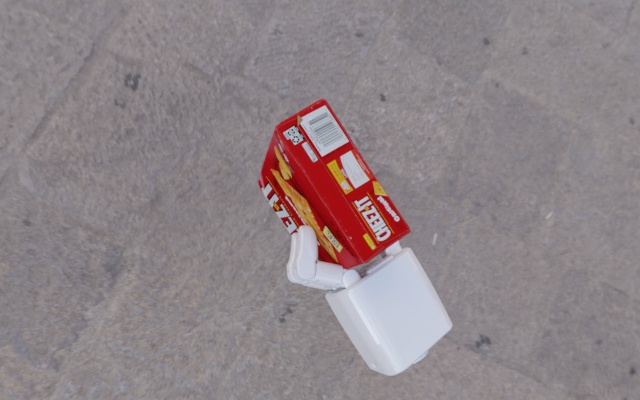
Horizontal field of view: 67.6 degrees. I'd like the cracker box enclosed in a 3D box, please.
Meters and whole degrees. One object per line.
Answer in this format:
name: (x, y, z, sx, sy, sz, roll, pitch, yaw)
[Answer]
cracker box: (0.000, 0.002, 0.568, 0.072, 0.164, 0.214, -32, -4, -17)
